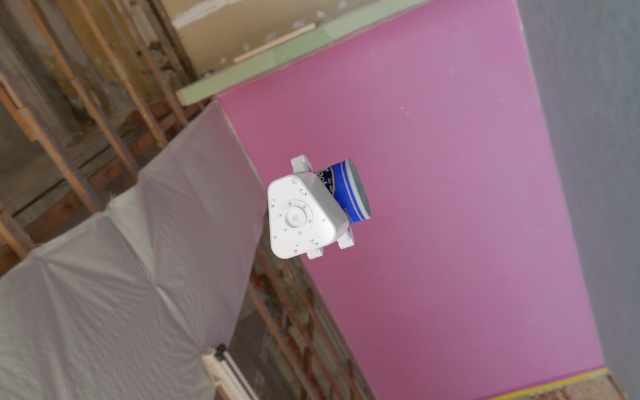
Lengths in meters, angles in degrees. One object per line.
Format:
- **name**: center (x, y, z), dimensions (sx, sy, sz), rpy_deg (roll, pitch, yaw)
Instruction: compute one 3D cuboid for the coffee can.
- **coffee can**: center (0.000, 0.002, 0.783), dimensions (0.140, 0.103, 0.103), rpy_deg (-20, -4, 11)
